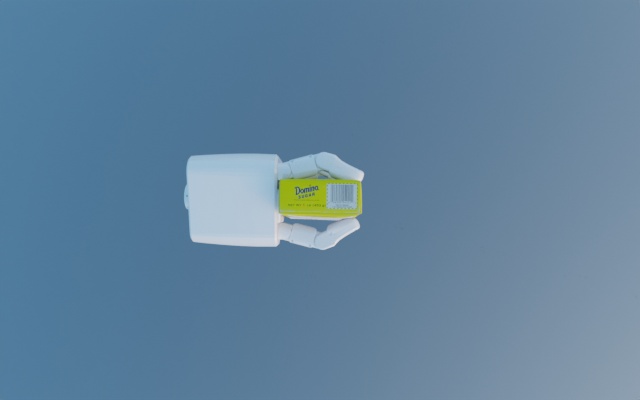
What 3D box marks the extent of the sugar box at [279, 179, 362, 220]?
[{"bbox_3d":[0.000,0.001,0.611,0.093,0.048,0.176,2,-2,0],"label":"sugar box"}]
